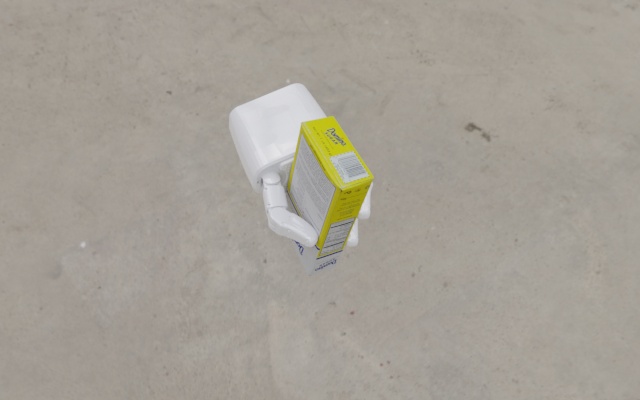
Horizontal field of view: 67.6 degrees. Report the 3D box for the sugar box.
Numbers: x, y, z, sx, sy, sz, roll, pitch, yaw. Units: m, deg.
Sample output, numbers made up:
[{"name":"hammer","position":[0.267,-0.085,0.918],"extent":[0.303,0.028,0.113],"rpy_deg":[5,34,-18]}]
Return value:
[{"name":"sugar box","position":[0.001,0.001,0.542],"extent":[0.048,0.093,0.176],"rpy_deg":[-17,-31,-21]}]
